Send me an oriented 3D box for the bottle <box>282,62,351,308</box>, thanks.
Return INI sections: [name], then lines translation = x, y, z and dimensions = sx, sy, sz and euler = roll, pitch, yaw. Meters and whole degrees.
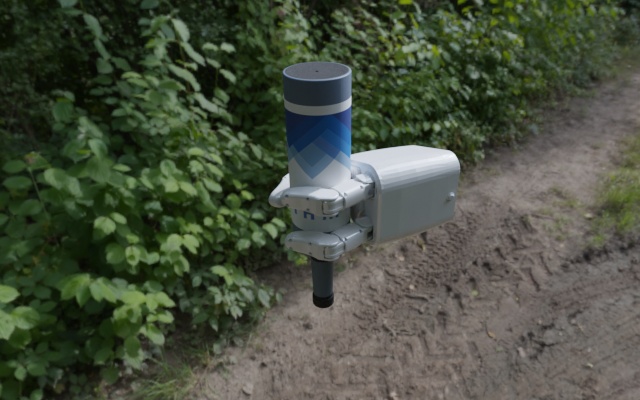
[bottle]
translation = 0.000, 0.002, 0.533
dimensions = 0.069, 0.296, 0.069
euler = -1, 31, 1
